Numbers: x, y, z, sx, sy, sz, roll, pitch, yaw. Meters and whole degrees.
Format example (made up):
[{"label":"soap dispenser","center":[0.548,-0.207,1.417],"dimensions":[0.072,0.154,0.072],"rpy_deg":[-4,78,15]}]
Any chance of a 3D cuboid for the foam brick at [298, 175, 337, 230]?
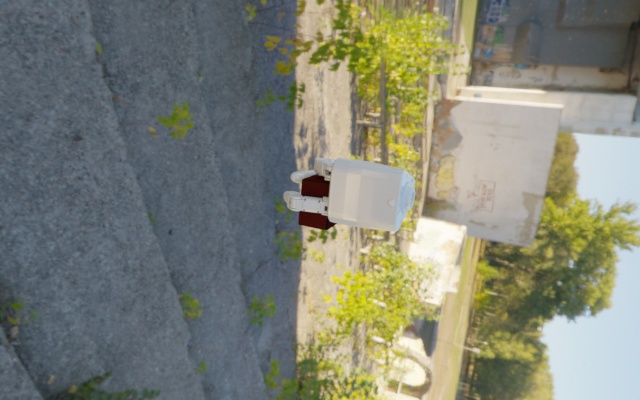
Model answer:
[{"label":"foam brick","center":[0.000,0.003,0.767],"dimensions":[0.051,0.078,0.053],"rpy_deg":[10,15,20]}]
